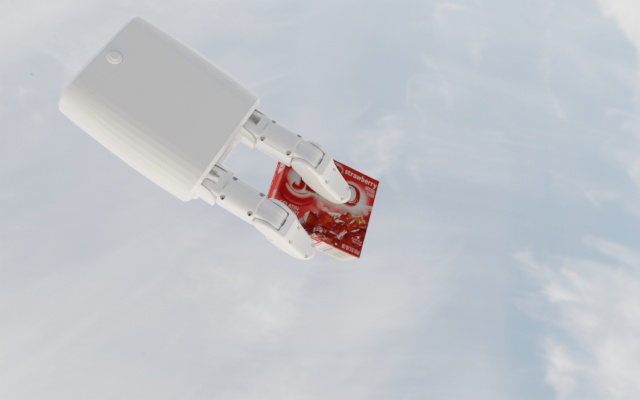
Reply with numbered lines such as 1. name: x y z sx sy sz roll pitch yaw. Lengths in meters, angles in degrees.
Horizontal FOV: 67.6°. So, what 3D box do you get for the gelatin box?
1. gelatin box: 0.000 0.002 0.402 0.089 0.073 0.030 25 -22 -21
